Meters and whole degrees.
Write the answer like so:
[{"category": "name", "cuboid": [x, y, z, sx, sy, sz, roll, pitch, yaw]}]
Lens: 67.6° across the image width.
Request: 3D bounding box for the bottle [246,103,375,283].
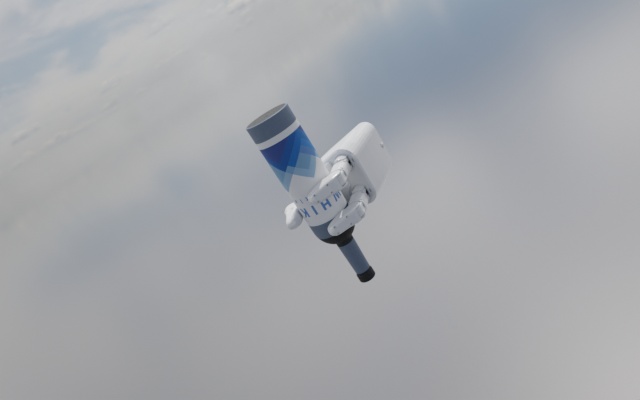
[{"category": "bottle", "cuboid": [0.000, 0.002, 0.697, 0.069, 0.296, 0.069, -28, 20, 11]}]
